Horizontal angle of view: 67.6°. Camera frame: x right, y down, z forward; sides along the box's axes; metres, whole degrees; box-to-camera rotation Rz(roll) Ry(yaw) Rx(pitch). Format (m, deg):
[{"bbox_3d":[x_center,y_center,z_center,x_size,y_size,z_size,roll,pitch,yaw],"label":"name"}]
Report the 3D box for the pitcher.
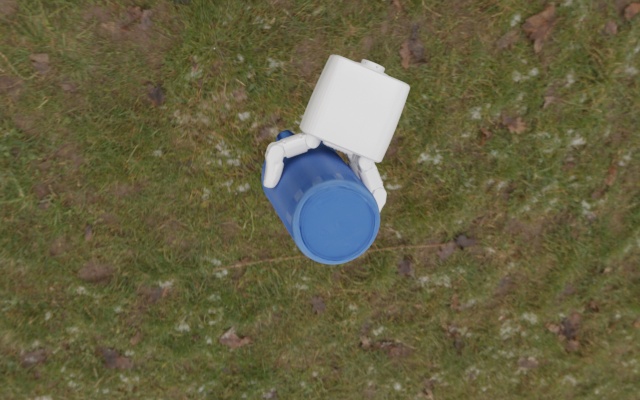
[{"bbox_3d":[0.000,0.002,0.667,0.149,0.145,0.242,19,12,-17],"label":"pitcher"}]
